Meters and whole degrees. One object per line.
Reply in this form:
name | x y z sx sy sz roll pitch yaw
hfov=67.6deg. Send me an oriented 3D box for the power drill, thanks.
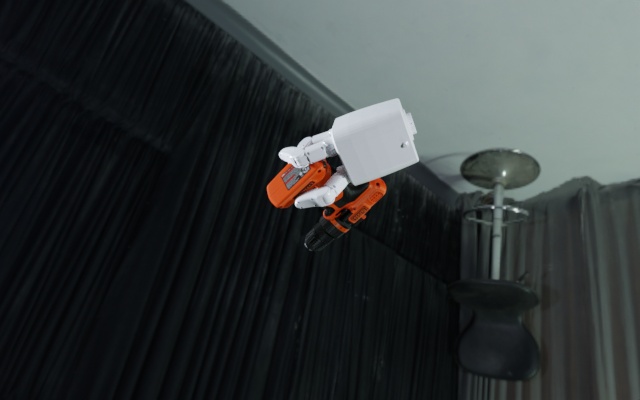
power drill | 0.000 0.002 0.801 0.188 0.184 0.057 28 22 -48
